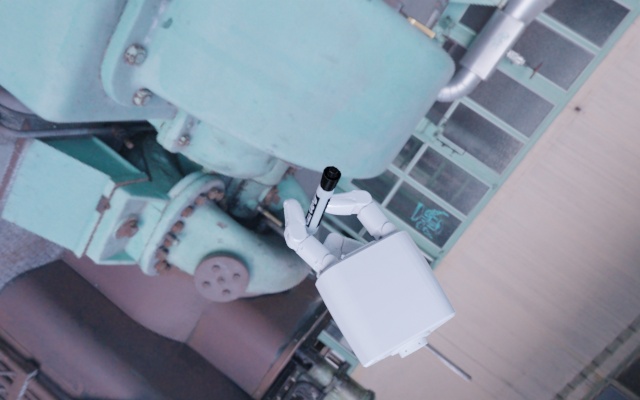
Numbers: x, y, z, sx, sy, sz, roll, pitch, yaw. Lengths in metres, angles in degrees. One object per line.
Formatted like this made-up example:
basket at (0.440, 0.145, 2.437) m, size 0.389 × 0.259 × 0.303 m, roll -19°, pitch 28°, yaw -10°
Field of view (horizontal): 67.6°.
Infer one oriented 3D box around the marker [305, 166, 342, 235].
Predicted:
marker at (0.000, 0.002, 0.519) m, size 0.020 × 0.020 × 0.121 m, roll 0°, pitch -31°, yaw -15°
